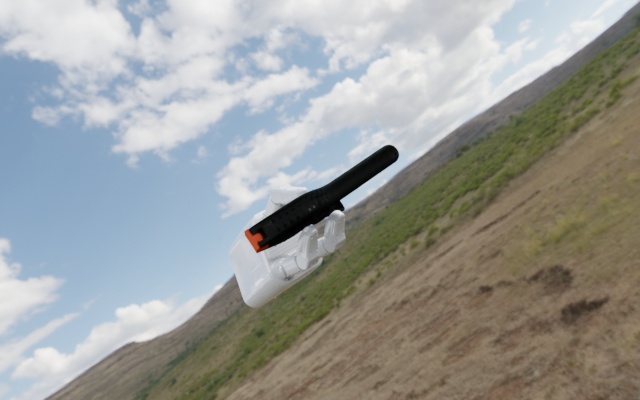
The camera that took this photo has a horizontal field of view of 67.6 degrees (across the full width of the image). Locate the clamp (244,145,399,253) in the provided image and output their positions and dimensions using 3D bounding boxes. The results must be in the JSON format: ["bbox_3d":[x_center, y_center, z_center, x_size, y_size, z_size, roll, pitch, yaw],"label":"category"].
[{"bbox_3d":[-0.001,0.002,0.594,0.210,0.036,0.165,-26,-14,-43],"label":"clamp"}]
